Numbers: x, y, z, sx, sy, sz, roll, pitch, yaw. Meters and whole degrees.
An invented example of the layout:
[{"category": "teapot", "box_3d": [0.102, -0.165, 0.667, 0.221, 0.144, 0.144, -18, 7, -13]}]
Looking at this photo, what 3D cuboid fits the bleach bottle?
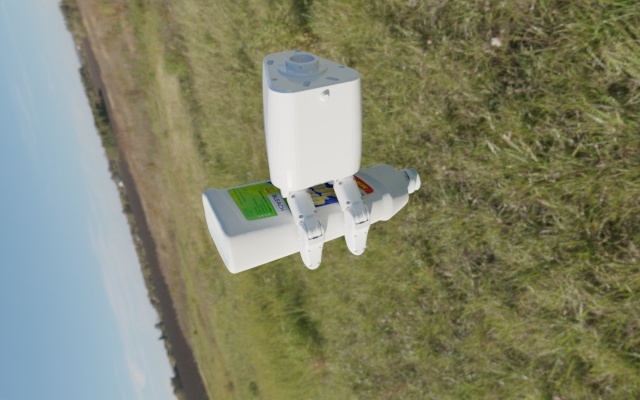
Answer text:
[{"category": "bleach bottle", "box_3d": [0.000, 0.002, 0.556, 0.251, 0.068, 0.102, -17, 40, -21]}]
